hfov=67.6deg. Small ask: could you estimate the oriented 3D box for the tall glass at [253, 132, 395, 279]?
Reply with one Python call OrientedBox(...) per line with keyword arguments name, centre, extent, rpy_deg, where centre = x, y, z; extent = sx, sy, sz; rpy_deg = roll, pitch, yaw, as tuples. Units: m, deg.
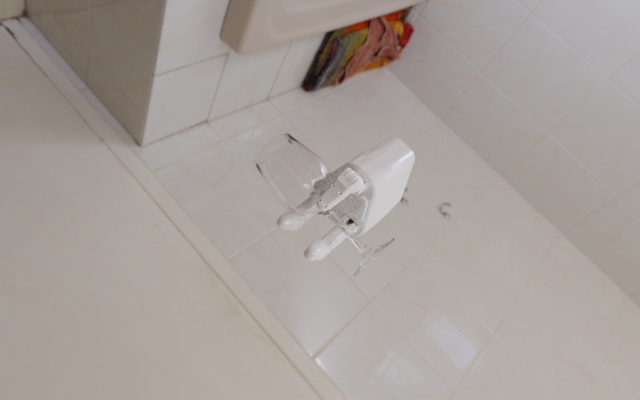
OrientedBox(name="tall glass", centre=(0.000, 0.003, 0.616), extent=(0.079, 0.201, 0.079), rpy_deg=(-41, -11, -10))
